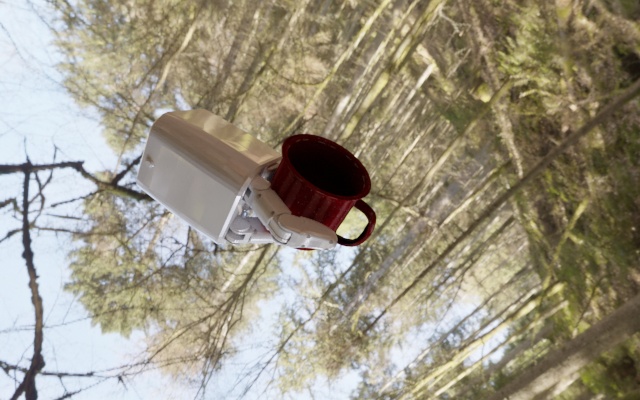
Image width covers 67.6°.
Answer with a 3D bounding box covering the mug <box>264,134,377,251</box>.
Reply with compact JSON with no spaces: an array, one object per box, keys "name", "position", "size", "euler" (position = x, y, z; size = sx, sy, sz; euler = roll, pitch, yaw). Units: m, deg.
[{"name":"mug","position":[0.001,0.002,0.469],"size":[0.117,0.081,0.093],"euler":[34,35,5]}]
